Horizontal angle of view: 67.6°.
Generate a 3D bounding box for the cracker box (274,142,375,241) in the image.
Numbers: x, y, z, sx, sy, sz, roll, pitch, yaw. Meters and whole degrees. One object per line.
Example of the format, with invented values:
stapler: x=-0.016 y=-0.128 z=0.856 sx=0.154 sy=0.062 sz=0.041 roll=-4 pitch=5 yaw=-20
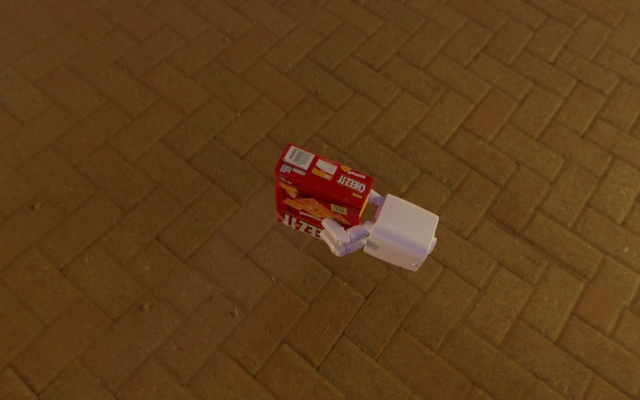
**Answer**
cracker box: x=0.000 y=0.003 z=0.888 sx=0.164 sy=0.072 sz=0.214 roll=23 pitch=-26 yaw=8
